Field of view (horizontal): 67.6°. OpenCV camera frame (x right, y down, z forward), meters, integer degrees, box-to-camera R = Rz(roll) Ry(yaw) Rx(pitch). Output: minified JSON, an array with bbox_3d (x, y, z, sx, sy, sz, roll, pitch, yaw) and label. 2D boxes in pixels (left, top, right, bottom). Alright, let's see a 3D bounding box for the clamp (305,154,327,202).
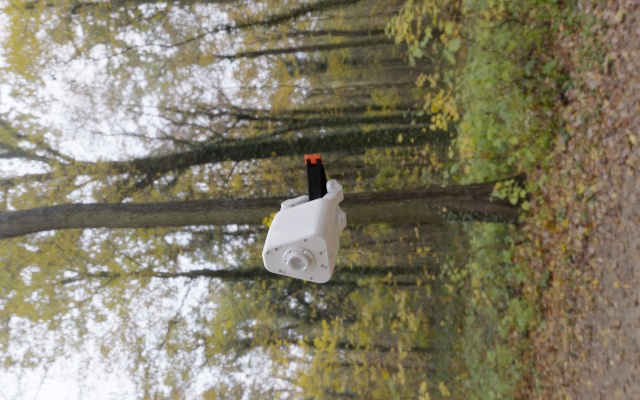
[{"bbox_3d":[-0.001,0.003,0.891,0.036,0.210,0.164,-3,29,7],"label":"clamp"}]
